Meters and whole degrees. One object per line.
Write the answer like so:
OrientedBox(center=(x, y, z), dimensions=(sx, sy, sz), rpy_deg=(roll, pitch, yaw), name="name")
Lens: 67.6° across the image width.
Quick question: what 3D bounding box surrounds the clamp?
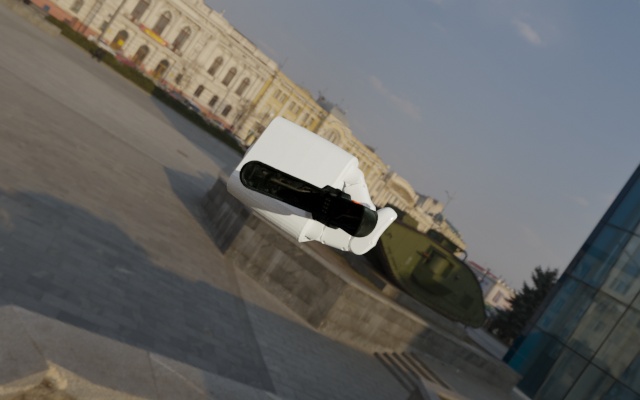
OrientedBox(center=(0.000, 0.001, 0.441), dimensions=(0.120, 0.039, 0.171), rpy_deg=(29, 0, 11), name="clamp")
